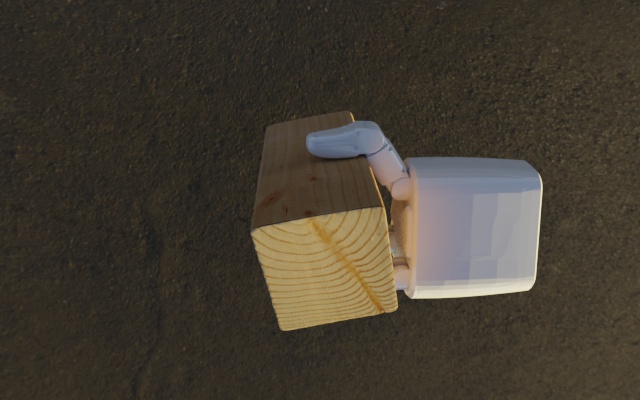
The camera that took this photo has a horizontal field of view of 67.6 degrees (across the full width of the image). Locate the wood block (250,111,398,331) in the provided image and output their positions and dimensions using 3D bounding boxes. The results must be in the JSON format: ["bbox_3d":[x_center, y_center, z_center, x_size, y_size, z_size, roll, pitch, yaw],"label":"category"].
[{"bbox_3d":[0.000,0.001,0.415,0.090,0.091,0.206,-10,27,2],"label":"wood block"}]
